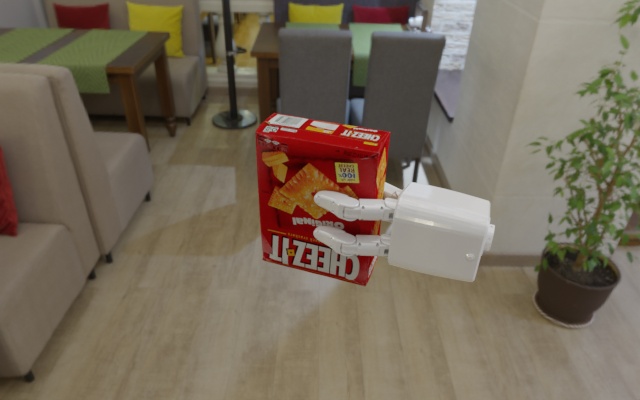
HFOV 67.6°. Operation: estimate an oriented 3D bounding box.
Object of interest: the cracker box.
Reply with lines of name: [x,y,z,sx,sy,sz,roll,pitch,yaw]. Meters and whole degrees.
cracker box: [0.000,0.002,0.650,0.164,0.214,0.072,12,34,16]
